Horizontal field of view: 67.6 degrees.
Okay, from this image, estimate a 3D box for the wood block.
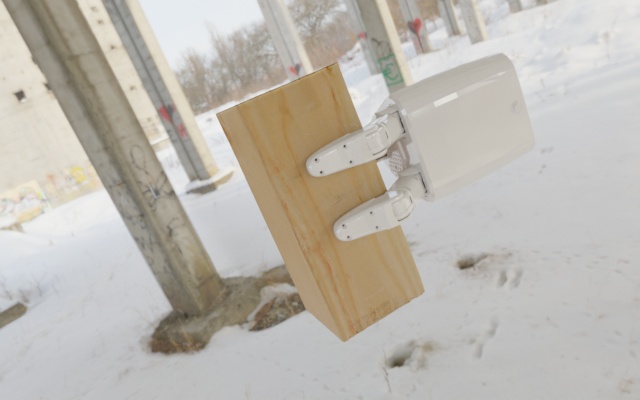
[{"bbox_3d":[0.000,0.001,0.414,0.090,0.206,0.091,-27,15,-16],"label":"wood block"}]
